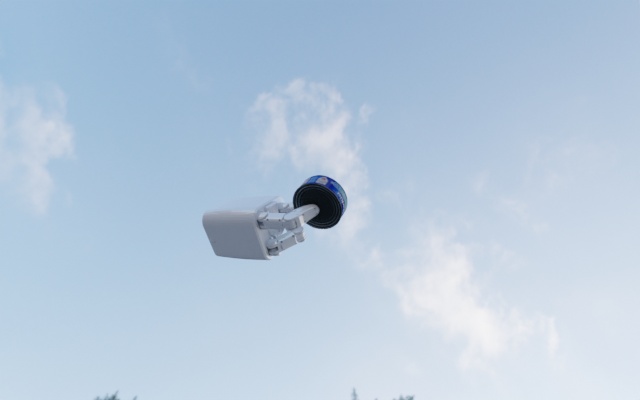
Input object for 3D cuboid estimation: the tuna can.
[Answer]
[{"bbox_3d":[0.000,0.002,0.778,0.086,0.086,0.033,0,30,25],"label":"tuna can"}]
